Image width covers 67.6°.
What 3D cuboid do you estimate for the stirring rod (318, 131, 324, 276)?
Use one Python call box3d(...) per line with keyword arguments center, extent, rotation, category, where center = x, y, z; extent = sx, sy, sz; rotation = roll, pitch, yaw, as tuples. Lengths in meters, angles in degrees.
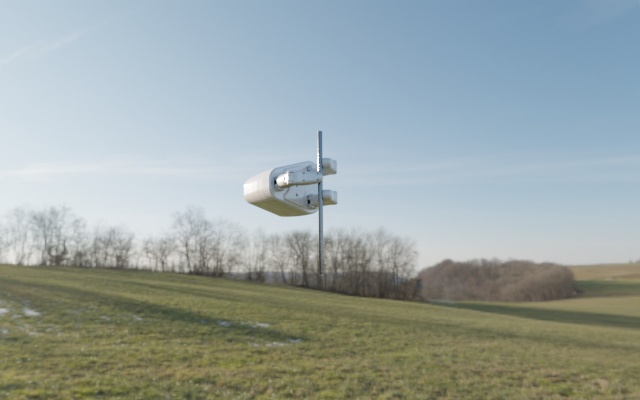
box3d(center=(0.000, 0.003, 0.788), extent=(0.011, 0.239, 0.011), rotation=(-1, -8, 0), category="stirring rod")
